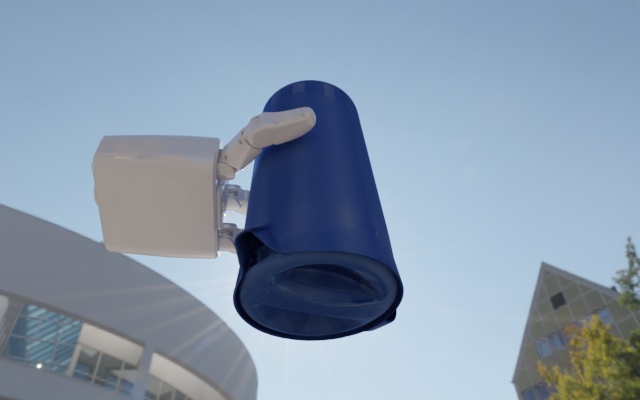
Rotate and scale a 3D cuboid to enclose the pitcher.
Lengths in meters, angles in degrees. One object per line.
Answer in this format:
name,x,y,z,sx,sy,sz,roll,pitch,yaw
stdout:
pitcher,0.000,0.001,0.456,0.145,0.242,0.149,0,-43,-4
